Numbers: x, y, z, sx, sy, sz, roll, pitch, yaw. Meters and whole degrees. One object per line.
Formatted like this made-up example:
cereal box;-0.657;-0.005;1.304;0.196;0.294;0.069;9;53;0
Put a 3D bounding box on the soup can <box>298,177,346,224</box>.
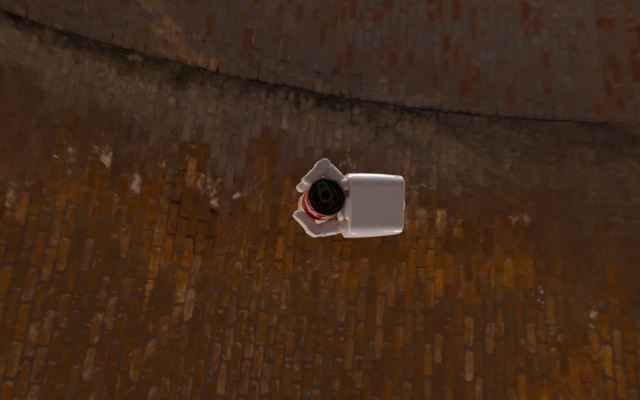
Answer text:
soup can;0.000;0.003;0.862;0.068;0.068;0.102;0;-11;-14
